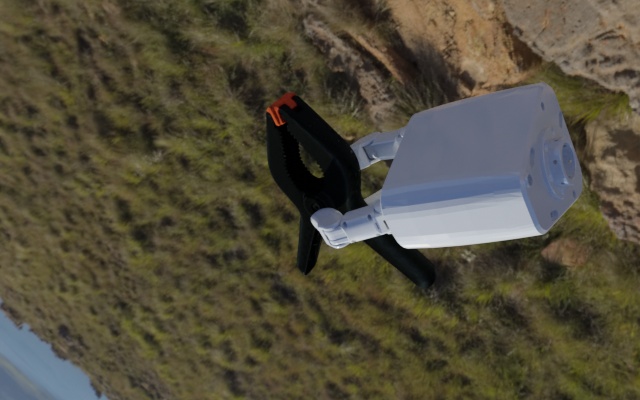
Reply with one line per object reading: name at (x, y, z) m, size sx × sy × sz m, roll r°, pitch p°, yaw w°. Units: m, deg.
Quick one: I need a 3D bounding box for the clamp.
clamp at (0.000, 0.001, 0.454) m, size 0.164 × 0.210 × 0.036 m, roll -10°, pitch 29°, yaw 44°
